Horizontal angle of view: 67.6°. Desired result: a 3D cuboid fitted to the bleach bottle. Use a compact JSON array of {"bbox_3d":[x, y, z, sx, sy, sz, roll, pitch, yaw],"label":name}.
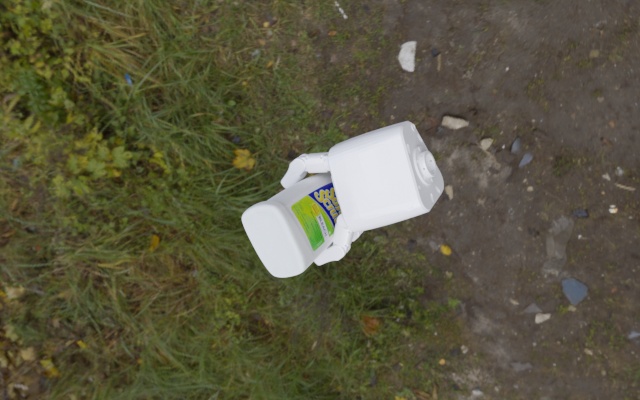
[{"bbox_3d":[0.000,0.002,0.668,0.068,0.102,0.250,-16,15,35],"label":"bleach bottle"}]
